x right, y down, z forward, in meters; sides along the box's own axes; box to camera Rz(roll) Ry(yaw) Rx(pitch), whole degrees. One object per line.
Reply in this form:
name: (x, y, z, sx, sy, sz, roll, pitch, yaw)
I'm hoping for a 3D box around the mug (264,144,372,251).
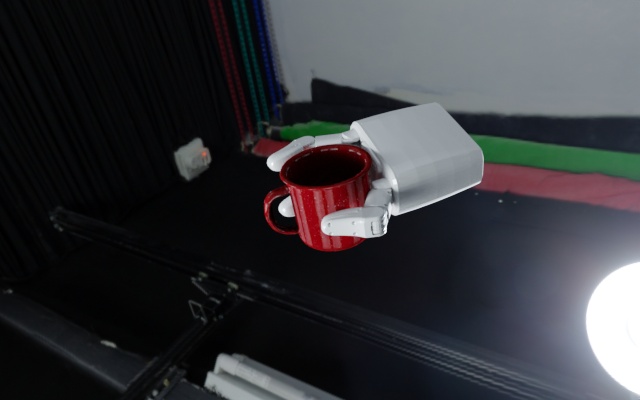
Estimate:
mug: (-0.001, 0.002, 0.494, 0.117, 0.081, 0.093, -18, 32, -12)
